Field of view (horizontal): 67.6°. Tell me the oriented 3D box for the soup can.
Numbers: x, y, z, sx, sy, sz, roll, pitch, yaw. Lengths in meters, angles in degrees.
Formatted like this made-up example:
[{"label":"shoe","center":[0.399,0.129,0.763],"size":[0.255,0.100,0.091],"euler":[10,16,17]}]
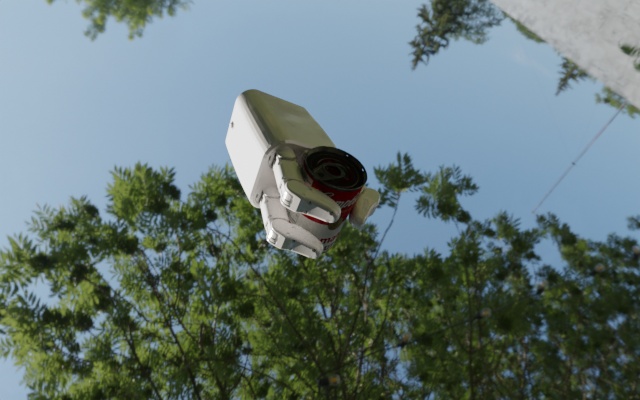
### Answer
[{"label":"soup can","center":[0.000,0.002,0.517],"size":[0.068,0.102,0.068],"euler":[15,39,-12]}]
